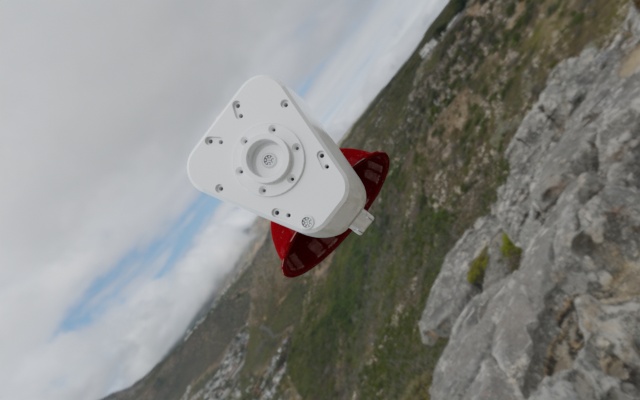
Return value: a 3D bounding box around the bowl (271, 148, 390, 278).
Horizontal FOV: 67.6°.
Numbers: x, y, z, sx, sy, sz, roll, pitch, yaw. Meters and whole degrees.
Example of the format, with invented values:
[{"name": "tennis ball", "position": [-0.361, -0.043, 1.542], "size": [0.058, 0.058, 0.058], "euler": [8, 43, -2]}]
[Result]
[{"name": "bowl", "position": [0.000, 0.002, 0.498], "size": [0.055, 0.162, 0.162], "euler": [40, 15, 19]}]
